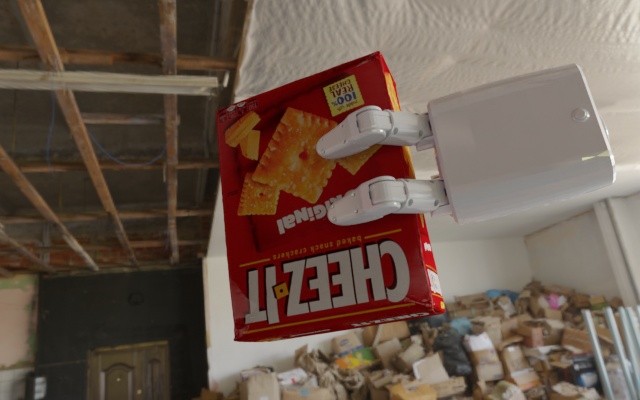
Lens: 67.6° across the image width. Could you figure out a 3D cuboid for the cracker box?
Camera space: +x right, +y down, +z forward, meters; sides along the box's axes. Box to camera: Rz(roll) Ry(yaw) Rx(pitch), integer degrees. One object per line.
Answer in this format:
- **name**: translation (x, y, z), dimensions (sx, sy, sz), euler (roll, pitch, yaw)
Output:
- **cracker box**: translation (0.000, 0.001, 0.410), dimensions (0.164, 0.213, 0.072), euler (-14, -19, 18)
